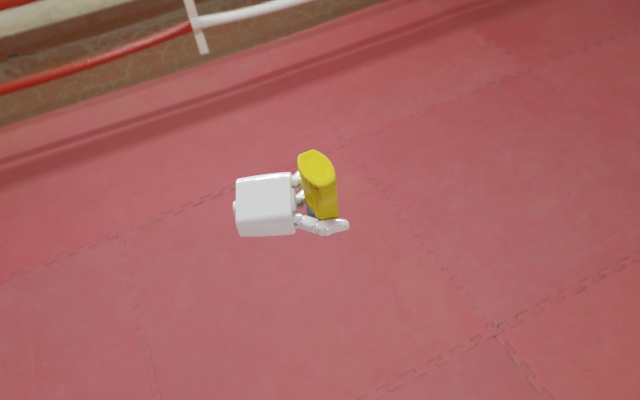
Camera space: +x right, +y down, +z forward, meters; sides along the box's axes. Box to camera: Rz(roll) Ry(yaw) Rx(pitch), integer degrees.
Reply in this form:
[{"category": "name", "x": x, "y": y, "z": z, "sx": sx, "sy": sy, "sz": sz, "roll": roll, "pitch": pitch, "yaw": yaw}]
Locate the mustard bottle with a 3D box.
[{"category": "mustard bottle", "x": 0.000, "y": 0.003, "z": 0.897, "sx": 0.058, "sy": 0.096, "sz": 0.192, "roll": -24, "pitch": -39, "yaw": -14}]
